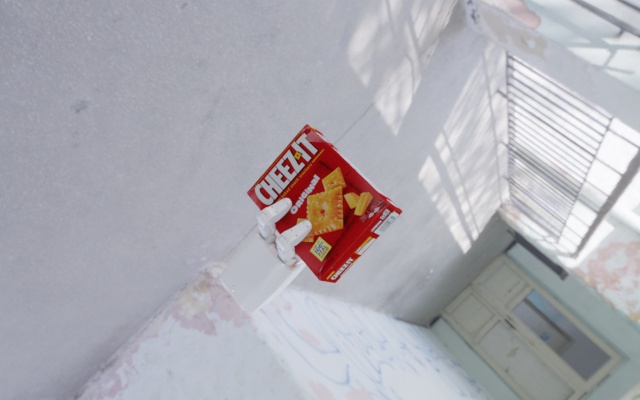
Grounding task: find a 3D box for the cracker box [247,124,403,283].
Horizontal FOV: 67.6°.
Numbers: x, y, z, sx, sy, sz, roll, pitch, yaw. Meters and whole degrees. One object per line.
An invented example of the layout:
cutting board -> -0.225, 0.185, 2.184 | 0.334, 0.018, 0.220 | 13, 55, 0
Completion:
cracker box -> 0.000, 0.003, 0.789 | 0.213, 0.164, 0.072 | 47, 10, 27
